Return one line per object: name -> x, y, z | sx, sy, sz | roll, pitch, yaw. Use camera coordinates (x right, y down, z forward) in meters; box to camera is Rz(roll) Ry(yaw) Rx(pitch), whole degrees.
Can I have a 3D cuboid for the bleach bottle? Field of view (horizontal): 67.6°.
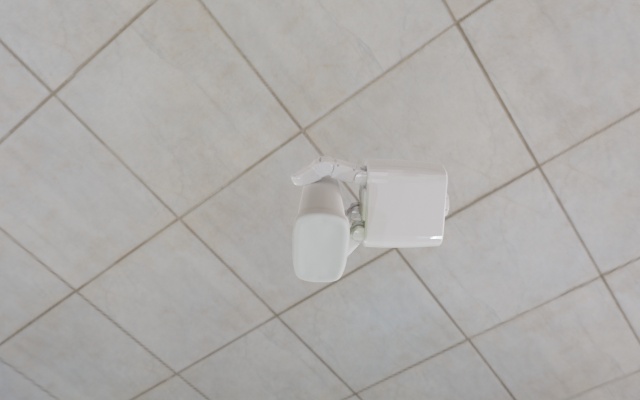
bleach bottle -> 0.000, 0.002, 0.674 | 0.068, 0.103, 0.250 | 3, 28, -1
